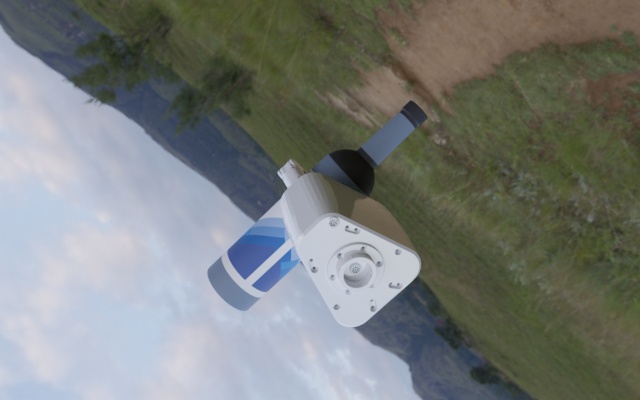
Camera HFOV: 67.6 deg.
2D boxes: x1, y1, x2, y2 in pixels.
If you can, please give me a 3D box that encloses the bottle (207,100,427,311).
[{"bbox_3d":[0.000,0.002,0.533,0.296,0.069,0.069,-43,-7,7],"label":"bottle"}]
